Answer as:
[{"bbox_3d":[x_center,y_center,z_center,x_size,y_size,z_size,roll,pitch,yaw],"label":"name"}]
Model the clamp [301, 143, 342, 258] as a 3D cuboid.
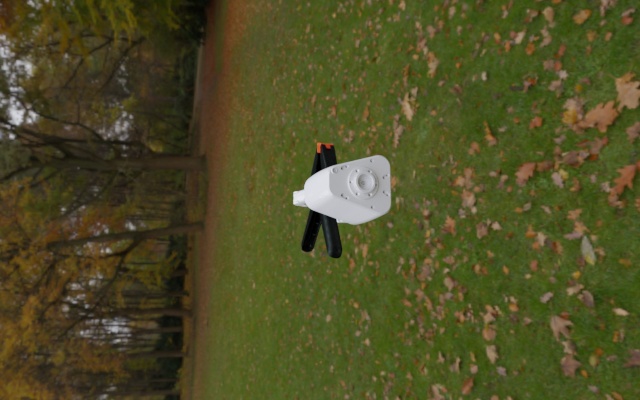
[{"bbox_3d":[-0.001,0.002,0.870,0.036,0.210,0.164,4,-10,-21],"label":"clamp"}]
